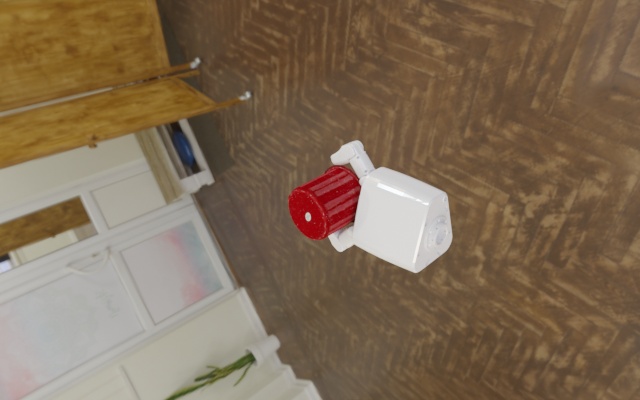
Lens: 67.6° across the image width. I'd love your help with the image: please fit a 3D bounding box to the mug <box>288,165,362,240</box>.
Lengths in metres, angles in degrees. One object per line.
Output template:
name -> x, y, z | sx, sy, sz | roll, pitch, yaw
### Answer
mug -> -0.001, 0.002, 0.697 | 0.081, 0.093, 0.117 | -28, 35, -36
